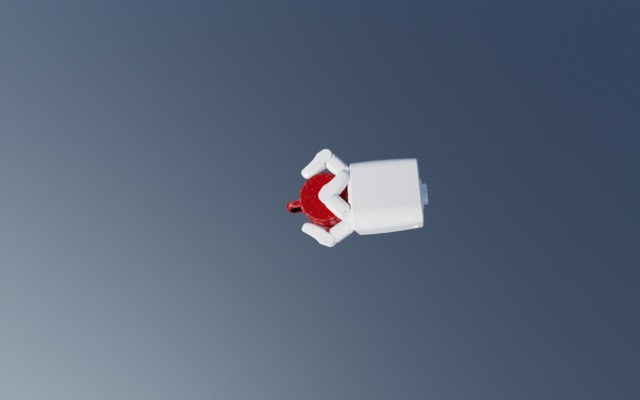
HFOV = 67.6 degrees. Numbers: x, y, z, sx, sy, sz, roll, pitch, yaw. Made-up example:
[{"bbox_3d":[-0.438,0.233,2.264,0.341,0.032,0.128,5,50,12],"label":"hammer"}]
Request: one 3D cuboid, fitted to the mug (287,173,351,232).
[{"bbox_3d":[-0.001,0.003,0.797,0.117,0.093,0.081,-7,-11,10],"label":"mug"}]
